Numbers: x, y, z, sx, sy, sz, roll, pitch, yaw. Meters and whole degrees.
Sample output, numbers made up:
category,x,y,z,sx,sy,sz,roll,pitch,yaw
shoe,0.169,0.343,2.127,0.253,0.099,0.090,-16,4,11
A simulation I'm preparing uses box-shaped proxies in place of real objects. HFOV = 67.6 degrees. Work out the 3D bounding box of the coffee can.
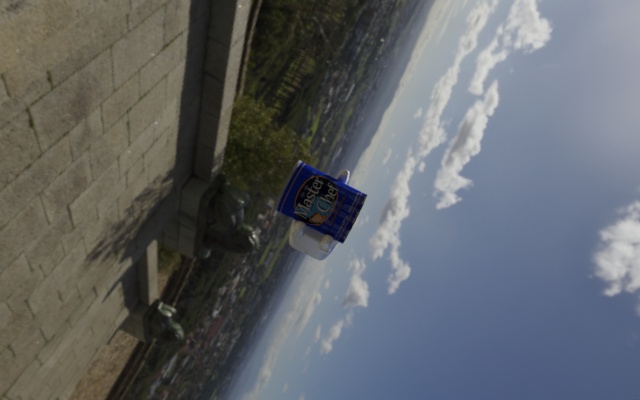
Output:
category,x,y,z,sx,sy,sz,roll,pitch,yaw
coffee can,0.000,0.003,0.871,0.140,0.103,0.103,27,1,2
